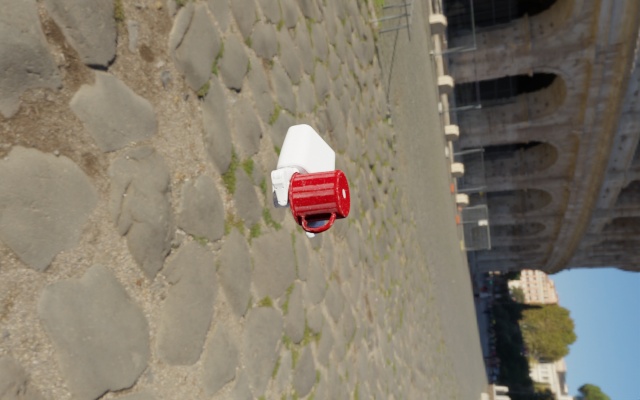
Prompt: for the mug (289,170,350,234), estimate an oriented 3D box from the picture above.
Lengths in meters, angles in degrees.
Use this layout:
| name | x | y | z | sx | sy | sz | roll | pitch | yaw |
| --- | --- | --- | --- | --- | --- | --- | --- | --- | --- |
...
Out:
| name | x | y | z | sx | sy | sz | roll | pitch | yaw |
| --- | --- | --- | --- | --- | --- | --- | --- | --- | --- |
| mug | 0.000 | 0.004 | 0.791 | 0.081 | 0.117 | 0.093 | -6 | -39 | 18 |
